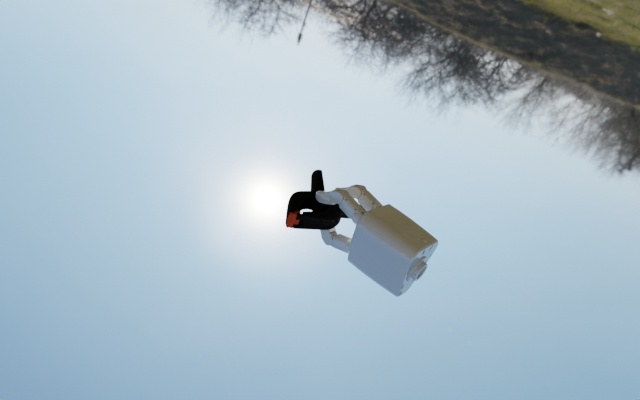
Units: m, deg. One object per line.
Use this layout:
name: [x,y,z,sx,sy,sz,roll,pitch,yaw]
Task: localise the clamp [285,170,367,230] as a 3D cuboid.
clamp: [0.000,0.004,0.839,0.164,0.036,0.210,36,30,27]
